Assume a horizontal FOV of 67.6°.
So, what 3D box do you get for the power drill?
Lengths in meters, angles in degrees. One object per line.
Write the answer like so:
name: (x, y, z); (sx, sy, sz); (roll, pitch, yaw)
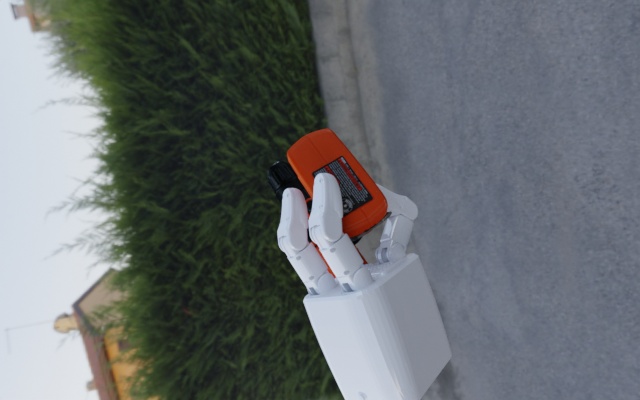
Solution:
power drill: (0.000, 0.002, 0.516); (0.057, 0.184, 0.188); (-34, -15, -15)
